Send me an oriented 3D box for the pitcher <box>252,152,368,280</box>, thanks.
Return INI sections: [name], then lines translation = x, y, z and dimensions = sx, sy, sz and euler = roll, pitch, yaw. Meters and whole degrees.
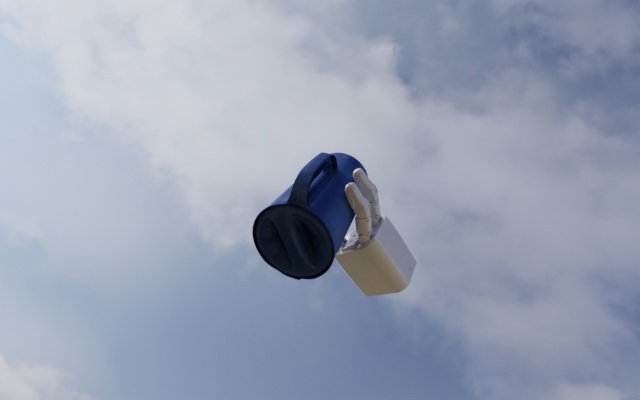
[pitcher]
translation = 0.000, 0.003, 0.794
dimensions = 0.149, 0.145, 0.242
euler = -31, 12, 34
